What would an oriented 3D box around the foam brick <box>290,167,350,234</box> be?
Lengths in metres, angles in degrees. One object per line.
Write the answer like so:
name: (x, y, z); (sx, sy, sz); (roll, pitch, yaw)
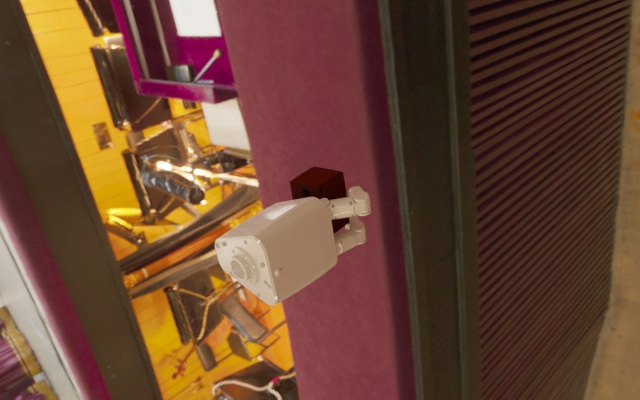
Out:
foam brick: (0.000, 0.002, 0.634); (0.053, 0.078, 0.051); (11, 30, 39)
